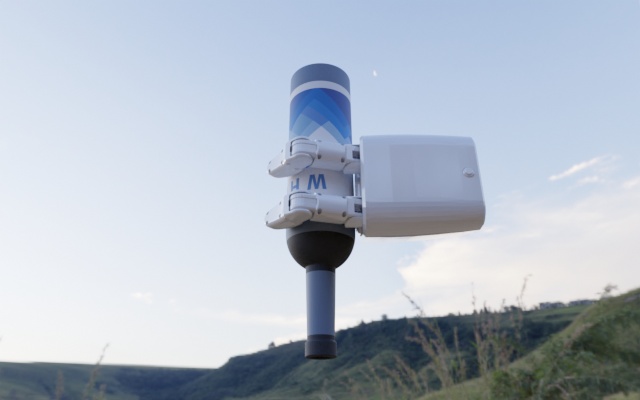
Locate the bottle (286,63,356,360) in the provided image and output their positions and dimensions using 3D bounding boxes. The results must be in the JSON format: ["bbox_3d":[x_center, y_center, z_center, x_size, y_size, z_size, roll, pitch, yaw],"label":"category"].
[{"bbox_3d":[0.000,0.001,0.470,0.069,0.295,0.069,0,-25,0],"label":"bottle"}]
